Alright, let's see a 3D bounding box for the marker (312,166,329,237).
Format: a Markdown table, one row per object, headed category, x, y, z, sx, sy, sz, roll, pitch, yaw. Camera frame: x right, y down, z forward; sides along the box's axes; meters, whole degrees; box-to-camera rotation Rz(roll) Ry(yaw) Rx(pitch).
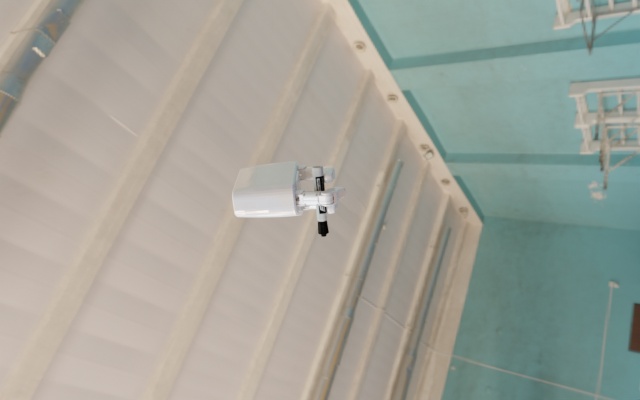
| category | x | y | z | sx | sy | sz | roll | pitch | yaw |
| --- | --- | --- | --- | --- | --- | --- | --- | --- | --- |
| marker | 0.000 | 0.003 | 0.804 | 0.020 | 0.121 | 0.020 | -5 | 14 | 1 |
